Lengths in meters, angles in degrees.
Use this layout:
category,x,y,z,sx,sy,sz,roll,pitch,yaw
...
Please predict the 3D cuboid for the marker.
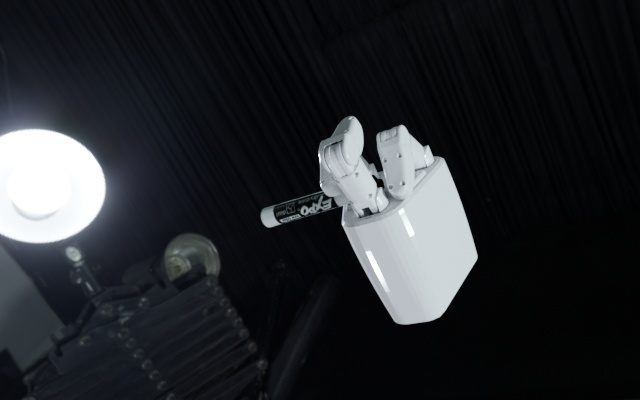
category,x,y,z,sx,sy,sz,roll,pitch,yaw
marker,0.000,0.001,0.417,0.121,0.020,0.020,-17,-8,29
